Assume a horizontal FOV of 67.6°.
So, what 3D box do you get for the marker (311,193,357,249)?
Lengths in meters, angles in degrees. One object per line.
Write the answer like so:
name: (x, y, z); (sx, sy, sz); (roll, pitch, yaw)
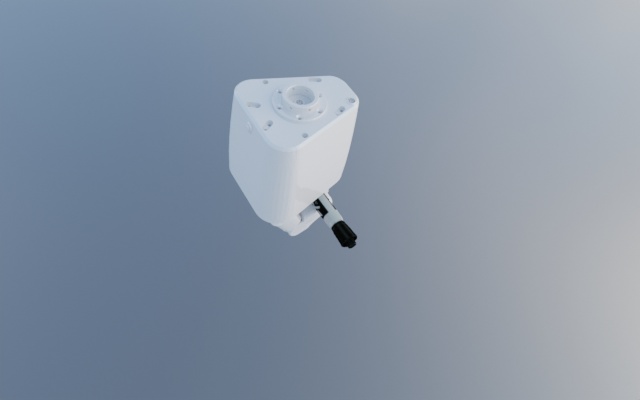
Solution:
marker: (0.000, 0.002, 0.503); (0.020, 0.121, 0.020); (-29, -27, -16)
